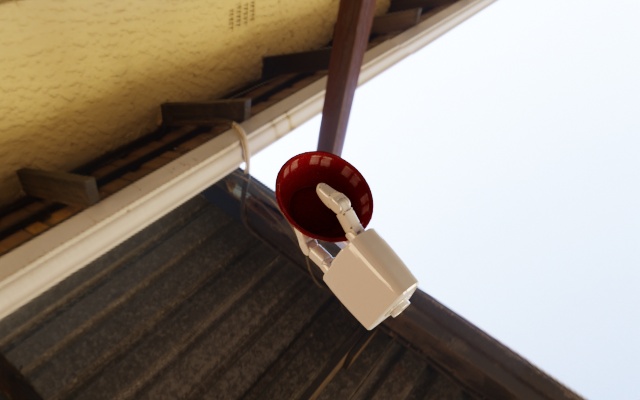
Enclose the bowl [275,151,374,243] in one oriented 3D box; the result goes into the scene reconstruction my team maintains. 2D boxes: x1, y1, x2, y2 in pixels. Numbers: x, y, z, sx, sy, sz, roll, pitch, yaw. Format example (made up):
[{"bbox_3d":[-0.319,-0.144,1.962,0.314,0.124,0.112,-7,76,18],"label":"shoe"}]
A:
[{"bbox_3d":[-0.001,0.002,0.752,0.162,0.162,0.055,0,-28,-22],"label":"bowl"}]
